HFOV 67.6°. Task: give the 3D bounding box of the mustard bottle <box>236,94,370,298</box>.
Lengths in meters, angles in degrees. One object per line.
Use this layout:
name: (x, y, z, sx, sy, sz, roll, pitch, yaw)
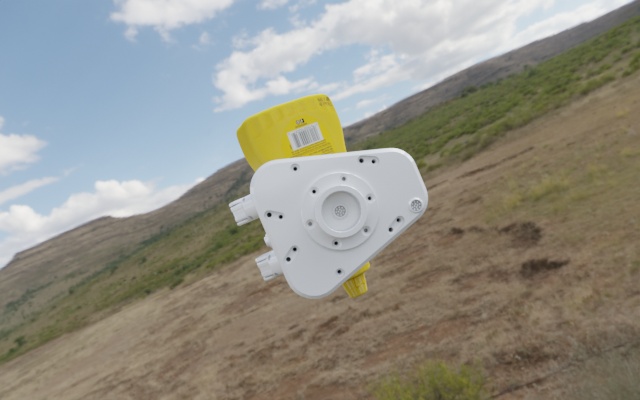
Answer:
mustard bottle: (0.000, 0.001, 0.454, 0.096, 0.191, 0.058, -24, 1, -27)
